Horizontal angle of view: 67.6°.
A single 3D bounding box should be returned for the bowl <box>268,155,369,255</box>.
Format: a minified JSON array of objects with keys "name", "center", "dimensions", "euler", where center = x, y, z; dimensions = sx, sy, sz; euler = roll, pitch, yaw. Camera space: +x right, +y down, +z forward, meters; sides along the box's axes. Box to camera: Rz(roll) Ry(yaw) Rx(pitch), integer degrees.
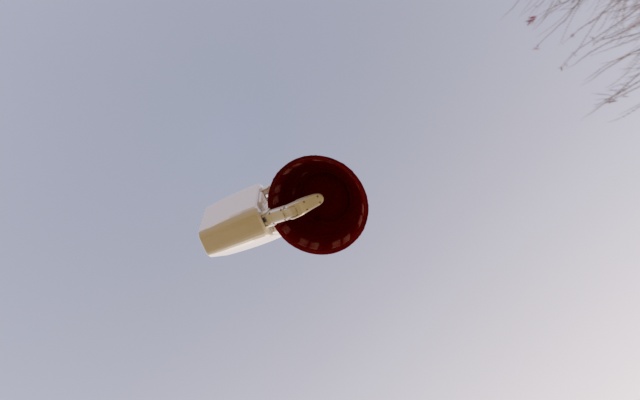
[{"name":"bowl","center":[0.002,0.002,0.764],"dimensions":[0.162,0.162,0.055],"euler":[0,16,14]}]
